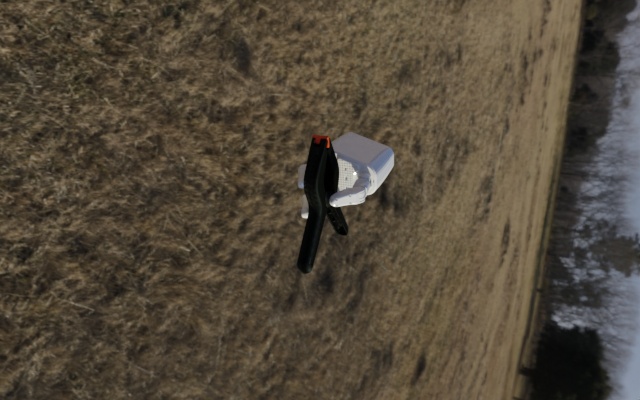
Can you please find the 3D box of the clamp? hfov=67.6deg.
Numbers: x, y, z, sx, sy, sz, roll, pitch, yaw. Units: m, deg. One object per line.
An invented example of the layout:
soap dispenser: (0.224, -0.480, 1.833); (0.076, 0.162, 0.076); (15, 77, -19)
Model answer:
clamp: (0.001, 0.002, 0.764); (0.036, 0.210, 0.164); (7, 29, 24)
